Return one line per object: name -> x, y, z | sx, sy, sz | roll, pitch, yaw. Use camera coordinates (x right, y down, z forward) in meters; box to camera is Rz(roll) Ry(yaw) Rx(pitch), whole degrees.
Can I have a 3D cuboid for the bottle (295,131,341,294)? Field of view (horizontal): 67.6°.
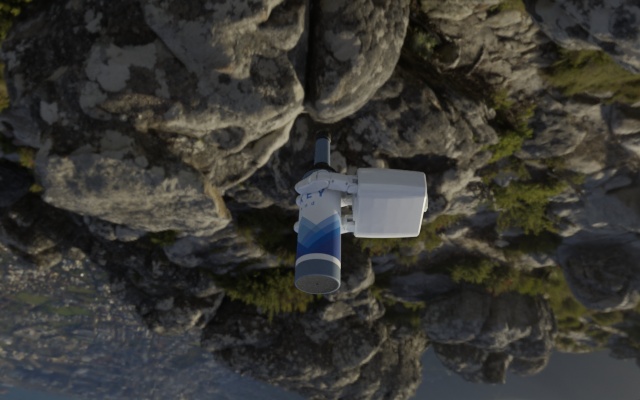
bottle -> 0.000, 0.003, 0.778 | 0.069, 0.295, 0.069 | 1, -35, 1
